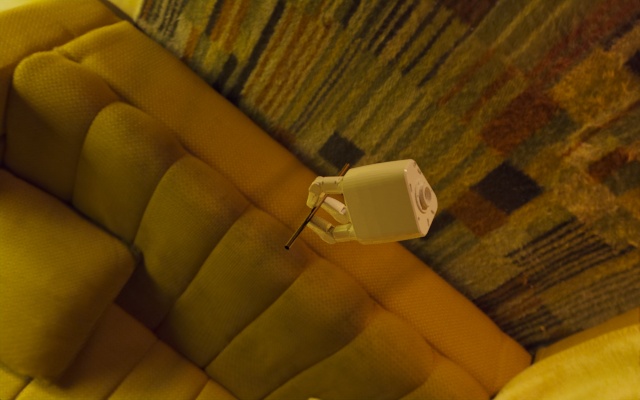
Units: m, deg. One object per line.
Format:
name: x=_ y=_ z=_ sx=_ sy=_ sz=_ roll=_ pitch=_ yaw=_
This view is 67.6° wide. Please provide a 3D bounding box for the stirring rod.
stirring rod: x=0.000 y=0.002 z=0.797 sx=0.011 sy=0.011 sz=0.239 roll=0 pitch=34 yaw=30
